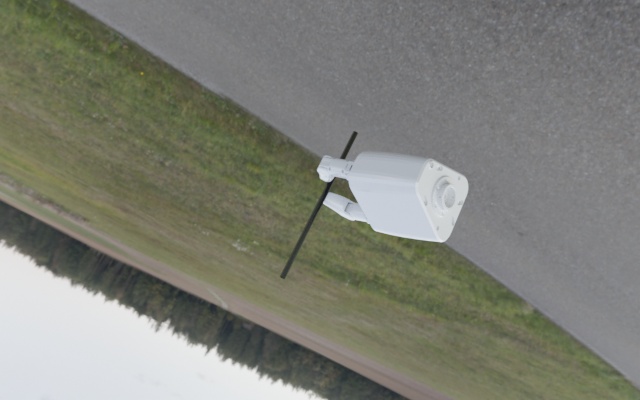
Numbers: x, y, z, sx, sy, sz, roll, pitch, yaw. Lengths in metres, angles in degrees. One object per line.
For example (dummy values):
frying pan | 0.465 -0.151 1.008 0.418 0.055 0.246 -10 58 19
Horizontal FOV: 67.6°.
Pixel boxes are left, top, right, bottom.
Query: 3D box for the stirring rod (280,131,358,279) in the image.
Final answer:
stirring rod | 0.000 0.002 0.682 0.011 0.239 0.011 25 -15 7
